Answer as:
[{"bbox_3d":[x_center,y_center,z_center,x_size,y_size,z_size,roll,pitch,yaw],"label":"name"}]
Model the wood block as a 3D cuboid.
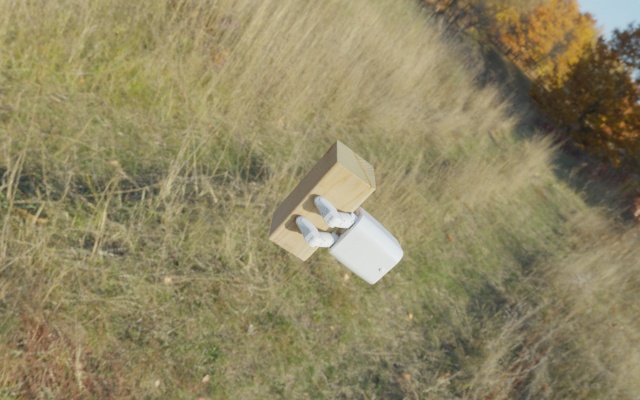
[{"bbox_3d":[0.001,0.003,0.891,0.090,0.206,0.090,34,27,-17],"label":"wood block"}]
